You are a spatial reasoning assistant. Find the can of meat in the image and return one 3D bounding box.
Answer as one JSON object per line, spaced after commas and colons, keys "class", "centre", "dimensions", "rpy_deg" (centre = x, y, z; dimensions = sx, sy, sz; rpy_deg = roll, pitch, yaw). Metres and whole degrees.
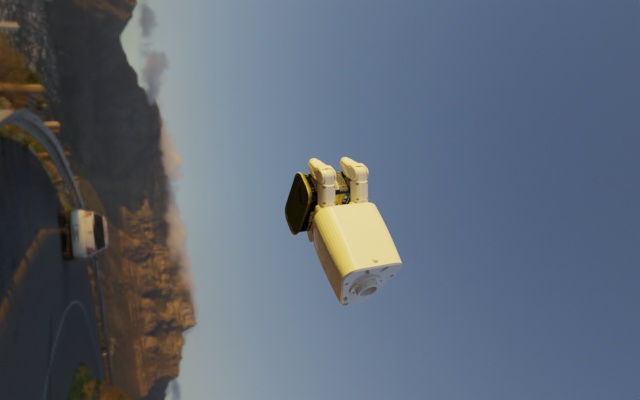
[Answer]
{"class": "can of meat", "centre": [0.000, 0.002, 0.734], "dimensions": [0.084, 0.057, 0.102], "rpy_deg": [-6, -40, -25]}
